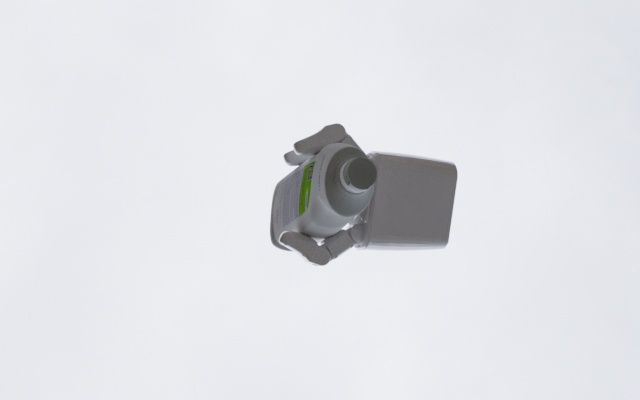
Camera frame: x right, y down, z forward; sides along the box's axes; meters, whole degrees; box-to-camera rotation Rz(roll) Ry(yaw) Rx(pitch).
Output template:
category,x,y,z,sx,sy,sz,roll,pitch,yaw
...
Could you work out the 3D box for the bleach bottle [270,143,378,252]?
category,x,y,z,sx,sy,sz,roll,pitch,yaw
bleach bottle,0.000,0.002,0.532,0.068,0.102,0.251,5,-9,-16
